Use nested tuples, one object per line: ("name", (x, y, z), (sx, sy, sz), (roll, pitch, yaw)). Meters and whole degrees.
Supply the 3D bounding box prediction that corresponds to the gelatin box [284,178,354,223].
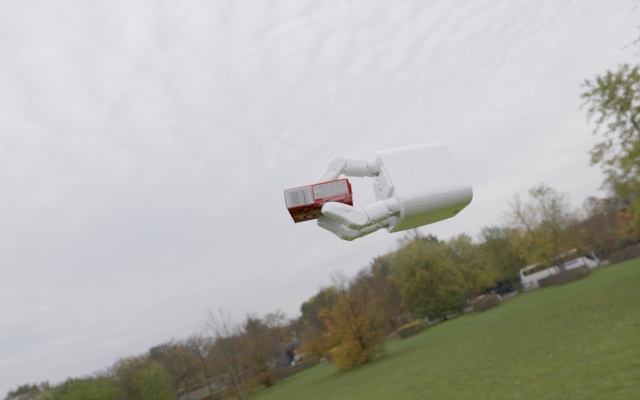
("gelatin box", (0.000, 0.002, 0.653), (0.089, 0.030, 0.073), (-11, -18, 2))
